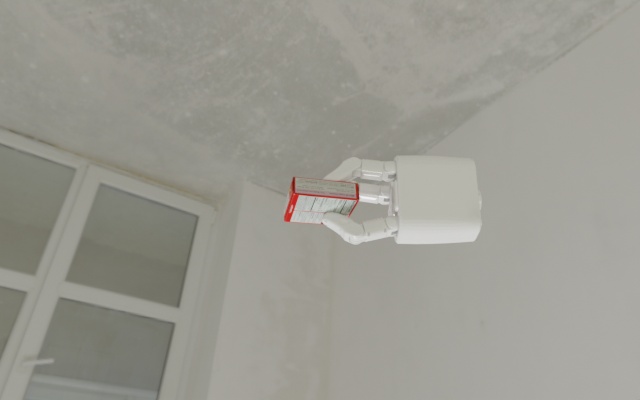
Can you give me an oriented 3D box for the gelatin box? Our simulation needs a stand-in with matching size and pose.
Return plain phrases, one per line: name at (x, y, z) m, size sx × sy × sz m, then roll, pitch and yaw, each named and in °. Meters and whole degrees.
gelatin box at (0.000, 0.002, 0.637) m, size 0.089 × 0.030 × 0.073 m, roll 4°, pitch -32°, yaw -12°
